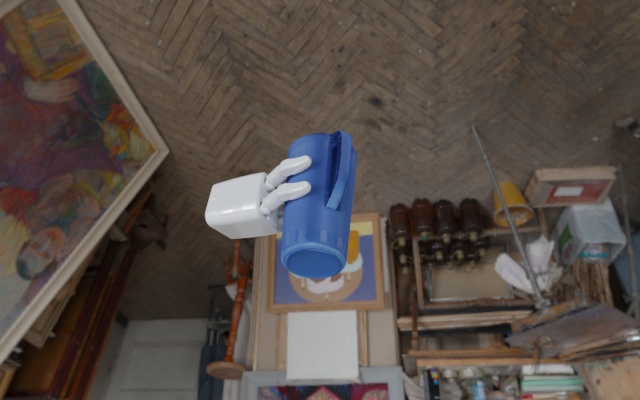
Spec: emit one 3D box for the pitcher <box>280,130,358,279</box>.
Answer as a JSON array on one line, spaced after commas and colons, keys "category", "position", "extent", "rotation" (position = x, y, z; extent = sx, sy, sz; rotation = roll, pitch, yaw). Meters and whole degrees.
[{"category": "pitcher", "position": [0.000, 0.003, 0.831], "extent": [0.145, 0.242, 0.149], "rotation": [-9, -40, 17]}]
